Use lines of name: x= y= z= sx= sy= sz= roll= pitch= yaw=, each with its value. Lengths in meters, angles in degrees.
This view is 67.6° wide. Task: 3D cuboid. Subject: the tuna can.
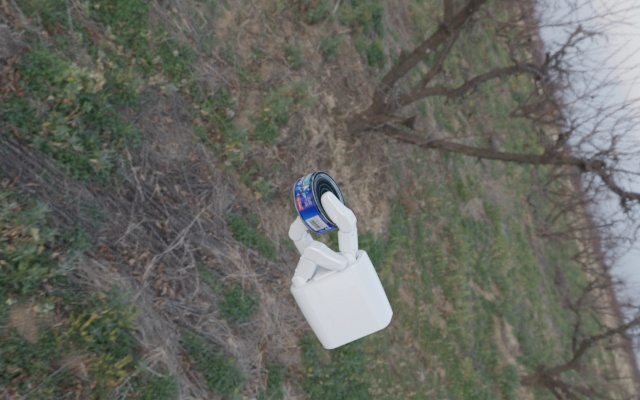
tuna can: x=0.001 y=0.002 z=0.675 sx=0.034 sy=0.086 sz=0.086 roll=-23 pitch=-12 yaw=29
